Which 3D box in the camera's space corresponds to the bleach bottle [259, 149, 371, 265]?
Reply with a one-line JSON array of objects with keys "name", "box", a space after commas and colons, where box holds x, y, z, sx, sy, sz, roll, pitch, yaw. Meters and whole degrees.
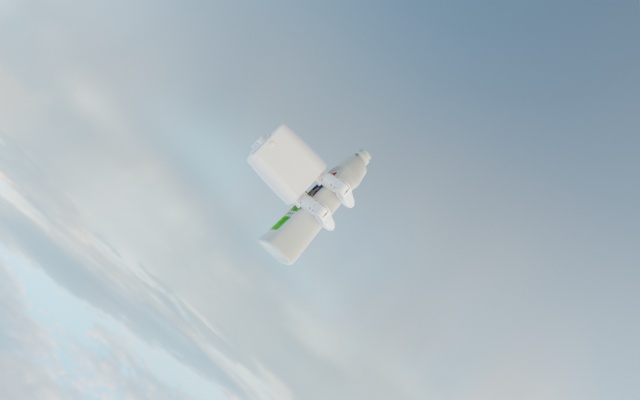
[{"name": "bleach bottle", "box": [0.000, 0.003, 0.868, 0.068, 0.250, 0.102, 45, -16, -11]}]
